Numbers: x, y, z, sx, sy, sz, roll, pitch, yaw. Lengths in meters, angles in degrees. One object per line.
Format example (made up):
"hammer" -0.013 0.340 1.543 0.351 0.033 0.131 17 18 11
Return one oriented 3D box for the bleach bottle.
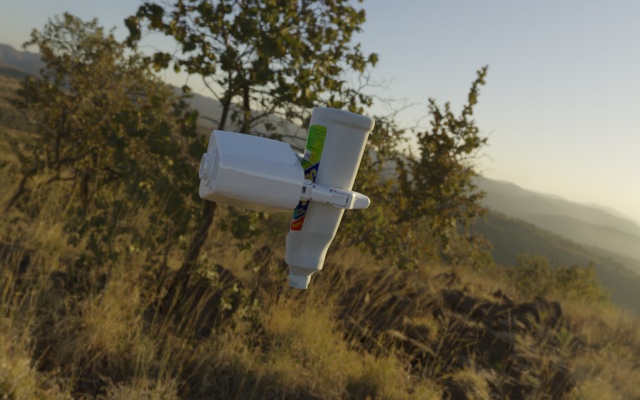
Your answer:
"bleach bottle" 0.000 0.002 0.658 0.068 0.251 0.102 11 8 -23
